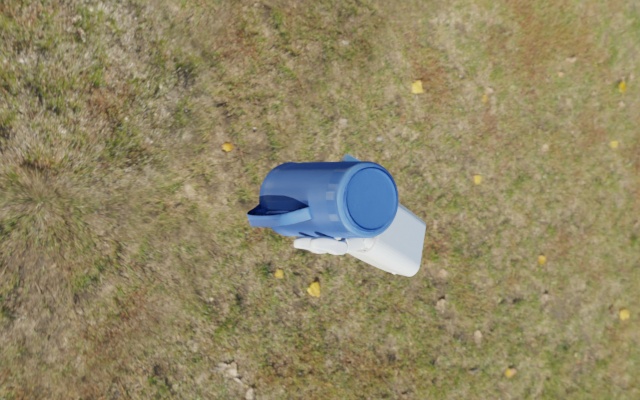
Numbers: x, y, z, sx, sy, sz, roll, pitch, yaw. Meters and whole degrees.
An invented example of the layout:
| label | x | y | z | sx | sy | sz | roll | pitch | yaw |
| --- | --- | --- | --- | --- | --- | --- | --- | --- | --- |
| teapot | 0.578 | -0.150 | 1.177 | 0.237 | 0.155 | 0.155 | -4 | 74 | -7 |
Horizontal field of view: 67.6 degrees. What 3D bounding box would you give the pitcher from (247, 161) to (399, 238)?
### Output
| label | x | y | z | sx | sy | sz | roll | pitch | yaw |
| --- | --- | --- | --- | --- | --- | --- | --- | --- | --- |
| pitcher | 0.000 | 0.003 | 0.755 | 0.145 | 0.149 | 0.243 | 31 | -15 | -27 |
